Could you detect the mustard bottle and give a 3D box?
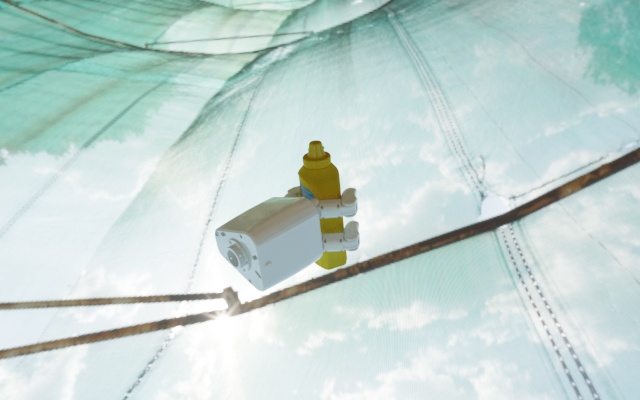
[{"bbox_3d":[0.000,0.002,0.716,0.058,0.192,0.096,-14,29,-15],"label":"mustard bottle"}]
